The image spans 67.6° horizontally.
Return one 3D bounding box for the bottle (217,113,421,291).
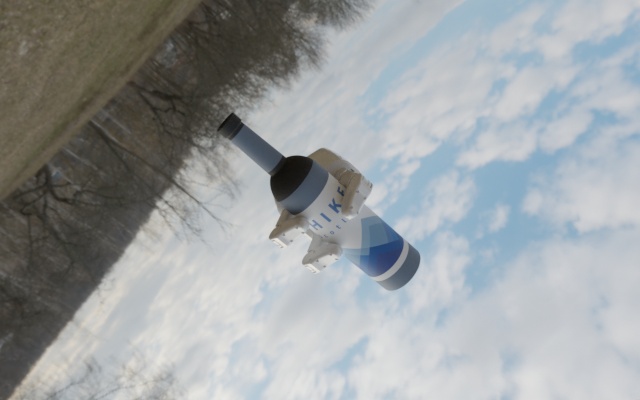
[{"bbox_3d":[0.000,0.002,0.577,0.296,0.069,0.069,40,-16,-20],"label":"bottle"}]
